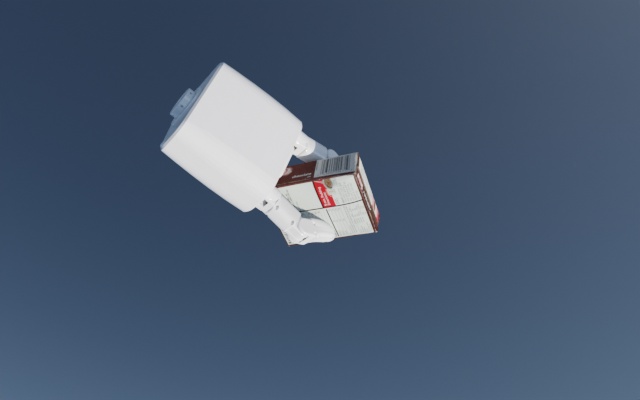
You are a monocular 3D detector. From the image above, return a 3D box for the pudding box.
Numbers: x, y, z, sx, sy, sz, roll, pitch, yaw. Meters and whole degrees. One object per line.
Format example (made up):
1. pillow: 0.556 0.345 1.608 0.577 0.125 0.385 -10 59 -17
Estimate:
1. pudding box: 0.000 0.002 0.532 0.113 0.090 0.039 -9 39 19
